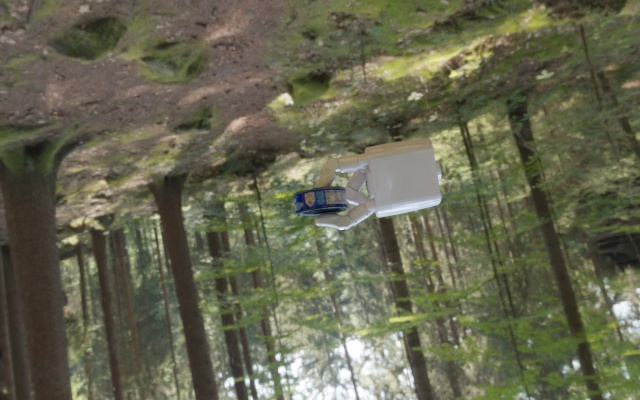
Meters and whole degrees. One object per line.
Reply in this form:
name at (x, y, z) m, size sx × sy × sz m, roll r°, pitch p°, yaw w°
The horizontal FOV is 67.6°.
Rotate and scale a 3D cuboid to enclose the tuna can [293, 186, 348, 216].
tuna can at (0.000, 0.003, 0.766) m, size 0.086 × 0.033 × 0.086 m, roll -7°, pitch -8°, yaw -1°
